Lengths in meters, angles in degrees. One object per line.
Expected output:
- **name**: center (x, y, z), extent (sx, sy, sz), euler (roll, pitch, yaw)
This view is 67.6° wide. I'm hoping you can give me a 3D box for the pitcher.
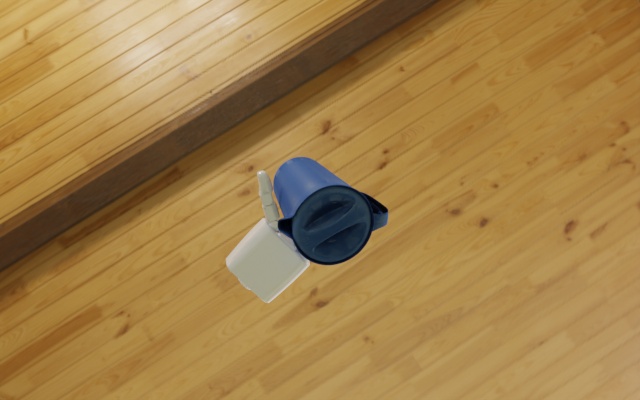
- **pitcher**: center (0.000, 0.003, 0.837), extent (0.149, 0.145, 0.242), euler (43, 4, -25)
